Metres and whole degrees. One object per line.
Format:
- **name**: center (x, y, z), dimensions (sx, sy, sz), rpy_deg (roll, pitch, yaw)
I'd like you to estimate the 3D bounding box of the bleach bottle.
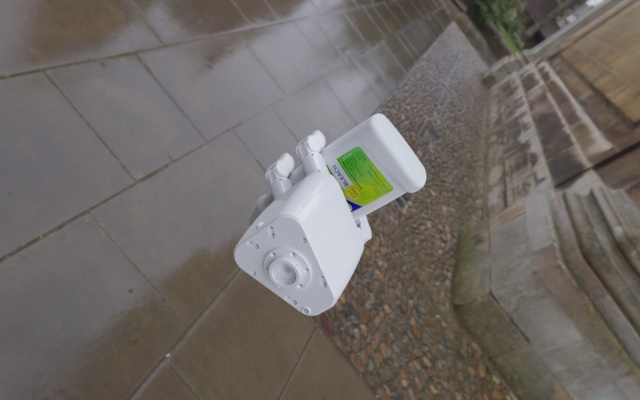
- **bleach bottle**: center (0.000, 0.002, 0.600), dimensions (0.251, 0.102, 0.068), rpy_deg (-35, 7, 29)
